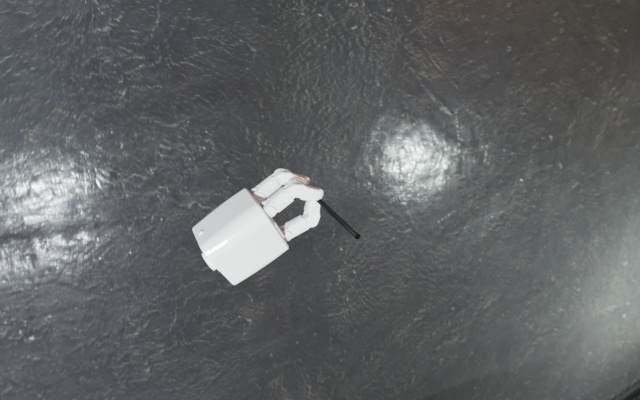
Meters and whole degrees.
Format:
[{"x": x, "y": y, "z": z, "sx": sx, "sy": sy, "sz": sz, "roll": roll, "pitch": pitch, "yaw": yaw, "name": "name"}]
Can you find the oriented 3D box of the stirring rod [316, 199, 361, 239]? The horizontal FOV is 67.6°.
[{"x": 0.000, "y": 0.002, "z": 0.729, "sx": 0.011, "sy": 0.011, "sz": 0.239, "roll": 0, "pitch": 22, "yaw": -26, "name": "stirring rod"}]
